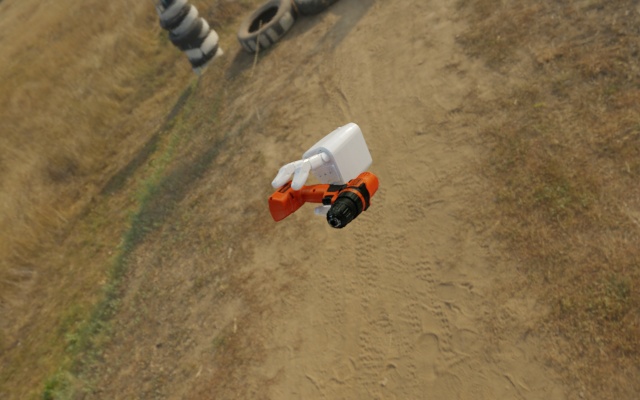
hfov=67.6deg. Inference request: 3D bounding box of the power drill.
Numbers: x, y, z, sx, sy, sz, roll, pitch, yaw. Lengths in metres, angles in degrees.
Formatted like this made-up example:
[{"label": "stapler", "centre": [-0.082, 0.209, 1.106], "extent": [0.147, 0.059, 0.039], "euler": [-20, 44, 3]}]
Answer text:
[{"label": "power drill", "centre": [0.000, 0.003, 0.891], "extent": [0.187, 0.057, 0.184], "euler": [-2, 22, 28]}]
